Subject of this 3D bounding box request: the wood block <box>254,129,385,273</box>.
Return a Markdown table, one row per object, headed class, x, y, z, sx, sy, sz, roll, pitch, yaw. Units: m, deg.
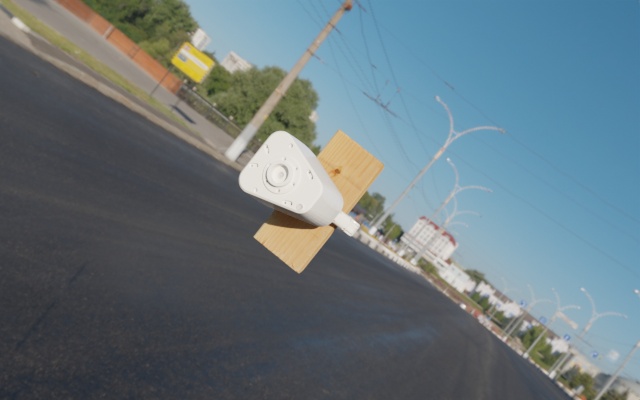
| class | x | y | z | sx | sy | sz | roll | pitch | yaw |
| --- | --- | --- | --- | --- | --- | --- | --- | --- | --- |
| wood block | 0.000 | 0.003 | 0.750 | 0.091 | 0.206 | 0.090 | 39 | 1 | 4 |
